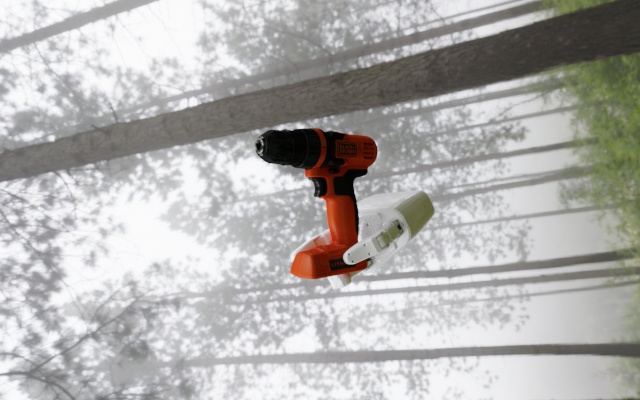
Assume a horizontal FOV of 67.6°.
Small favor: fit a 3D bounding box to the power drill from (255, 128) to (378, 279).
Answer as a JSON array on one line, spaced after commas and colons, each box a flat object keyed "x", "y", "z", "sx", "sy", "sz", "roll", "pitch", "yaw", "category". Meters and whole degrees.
[{"x": 0.000, "y": 0.002, "z": 0.611, "sx": 0.184, "sy": 0.187, "sz": 0.057, "roll": -2, "pitch": 4, "yaw": -38, "category": "power drill"}]
